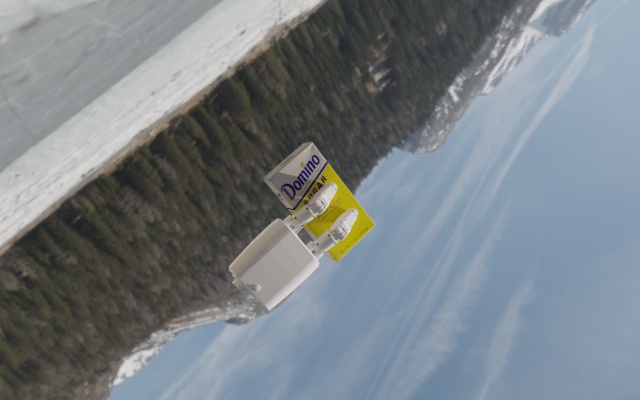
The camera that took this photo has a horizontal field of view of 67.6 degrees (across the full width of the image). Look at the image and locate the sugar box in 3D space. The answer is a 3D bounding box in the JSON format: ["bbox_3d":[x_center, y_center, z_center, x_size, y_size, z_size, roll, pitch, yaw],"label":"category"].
[{"bbox_3d":[0.000,0.003,0.769,0.093,0.176,0.048,-43,19,-14],"label":"sugar box"}]
